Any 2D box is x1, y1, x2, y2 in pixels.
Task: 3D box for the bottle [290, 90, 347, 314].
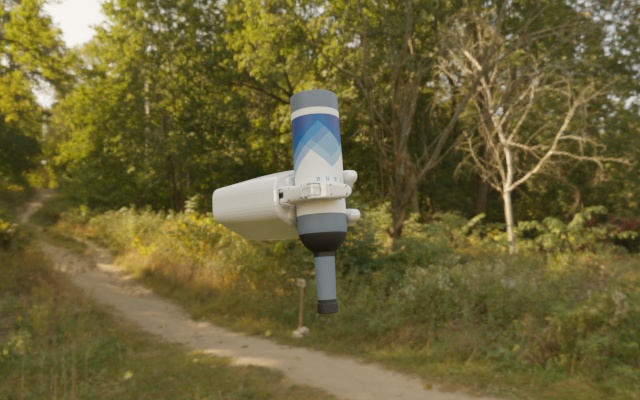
[{"bbox_3d":[0.000,0.002,0.647,0.069,0.295,0.069,-4,-8,-1],"label":"bottle"}]
